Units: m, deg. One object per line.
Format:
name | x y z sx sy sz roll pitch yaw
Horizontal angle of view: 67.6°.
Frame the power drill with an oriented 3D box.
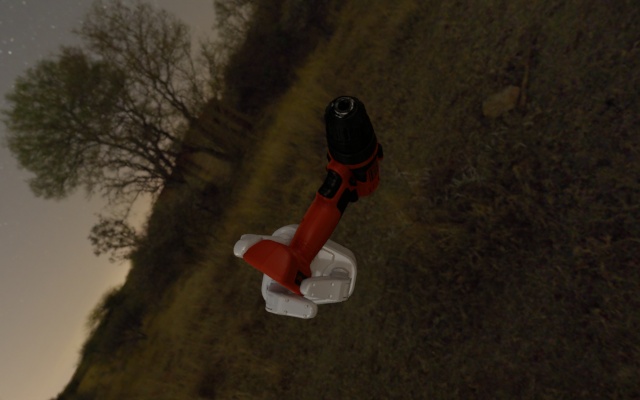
power drill | 0.000 0.002 0.499 0.057 0.187 0.184 31 -12 21
